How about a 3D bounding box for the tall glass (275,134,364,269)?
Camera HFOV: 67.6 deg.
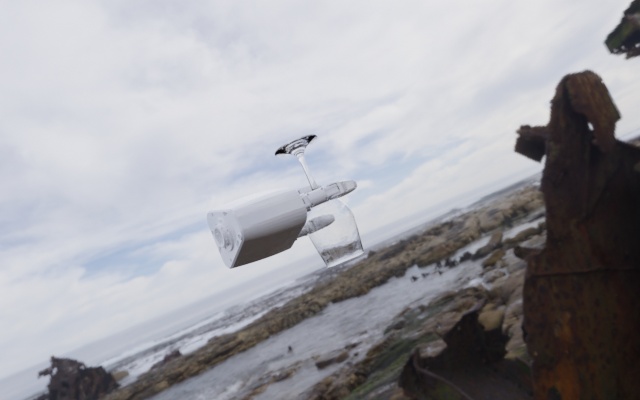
[{"bbox_3d":[0.000,0.002,0.748,0.079,0.201,0.079,-24,-7,-3],"label":"tall glass"}]
